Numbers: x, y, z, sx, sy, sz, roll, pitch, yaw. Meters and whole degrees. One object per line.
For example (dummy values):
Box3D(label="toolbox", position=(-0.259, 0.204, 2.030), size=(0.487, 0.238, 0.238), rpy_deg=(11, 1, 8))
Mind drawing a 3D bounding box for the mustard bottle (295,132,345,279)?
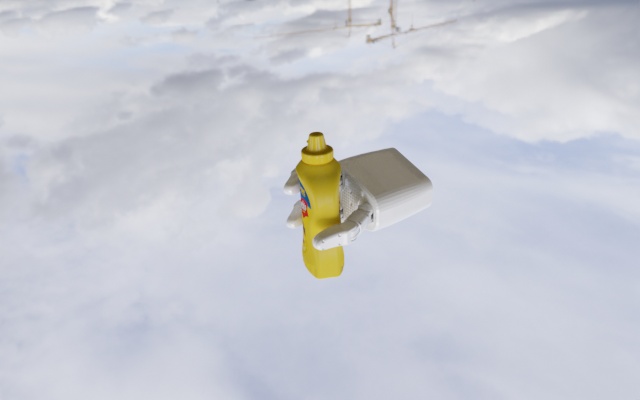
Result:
Box3D(label="mustard bottle", position=(0.000, 0.002, 0.631), size=(0.058, 0.192, 0.096), rpy_deg=(-6, 28, -6))
